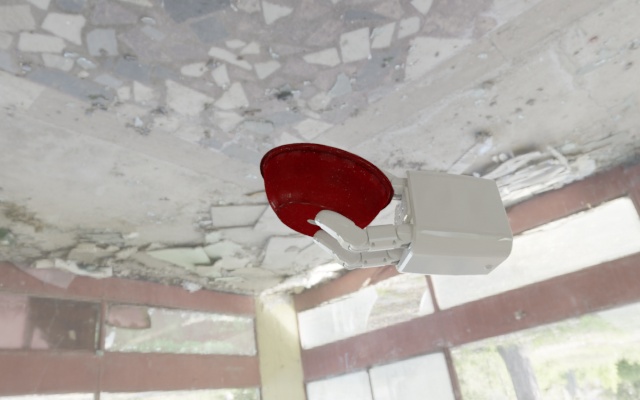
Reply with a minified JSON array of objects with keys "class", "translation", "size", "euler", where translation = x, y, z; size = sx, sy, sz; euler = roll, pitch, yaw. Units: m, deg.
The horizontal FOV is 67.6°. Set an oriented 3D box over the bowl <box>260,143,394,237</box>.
[{"class":"bowl","translation":[-0.001,0.002,0.552],"size":[0.162,0.055,0.162],"euler":[12,-26,6]}]
